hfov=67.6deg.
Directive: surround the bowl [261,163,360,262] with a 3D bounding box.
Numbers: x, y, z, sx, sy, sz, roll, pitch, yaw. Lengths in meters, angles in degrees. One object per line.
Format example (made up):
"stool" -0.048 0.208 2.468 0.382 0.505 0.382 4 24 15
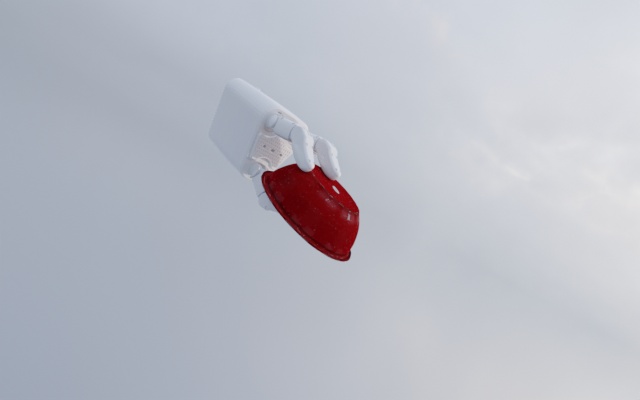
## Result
"bowl" 0.001 0.003 0.626 0.055 0.162 0.162 -44 -14 14
